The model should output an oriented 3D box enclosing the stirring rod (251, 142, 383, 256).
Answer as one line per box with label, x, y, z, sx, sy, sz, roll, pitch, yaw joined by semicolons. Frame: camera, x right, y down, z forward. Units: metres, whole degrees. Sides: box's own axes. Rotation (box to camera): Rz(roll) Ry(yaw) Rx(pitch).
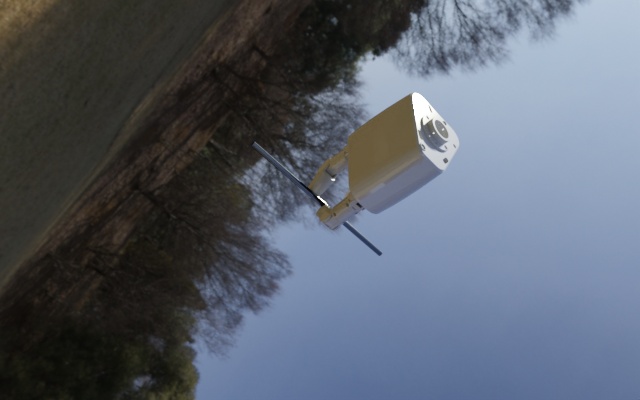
stirring rod;0.000;0.002;0.647;0.239;0.011;0.011;41;-16;-19
